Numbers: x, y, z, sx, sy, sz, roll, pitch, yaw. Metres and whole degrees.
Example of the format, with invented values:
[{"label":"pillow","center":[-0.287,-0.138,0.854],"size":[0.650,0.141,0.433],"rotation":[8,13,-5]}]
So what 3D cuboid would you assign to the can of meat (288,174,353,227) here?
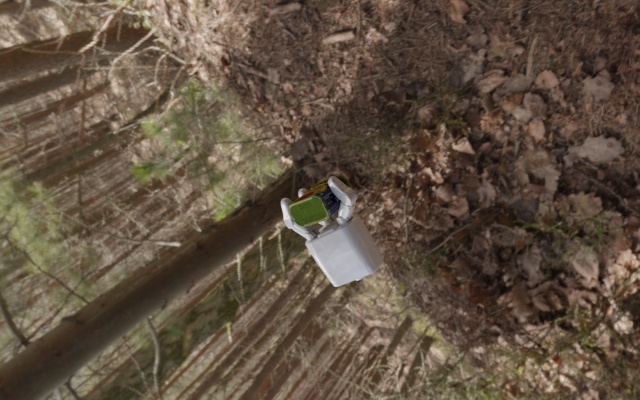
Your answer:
[{"label":"can of meat","center":[0.000,0.003,0.896],"size":[0.102,0.057,0.084],"rotation":[-20,13,46]}]
